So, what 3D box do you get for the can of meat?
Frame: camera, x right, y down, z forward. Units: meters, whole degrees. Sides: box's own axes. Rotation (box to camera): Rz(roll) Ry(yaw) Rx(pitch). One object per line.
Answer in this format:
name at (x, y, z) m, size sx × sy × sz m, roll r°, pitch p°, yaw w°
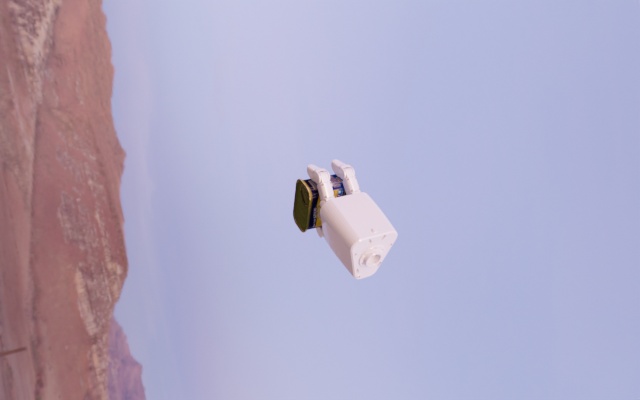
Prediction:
can of meat at (0.000, 0.003, 0.896) m, size 0.084 × 0.102 × 0.057 m, roll -12°, pitch 40°, yaw -26°
